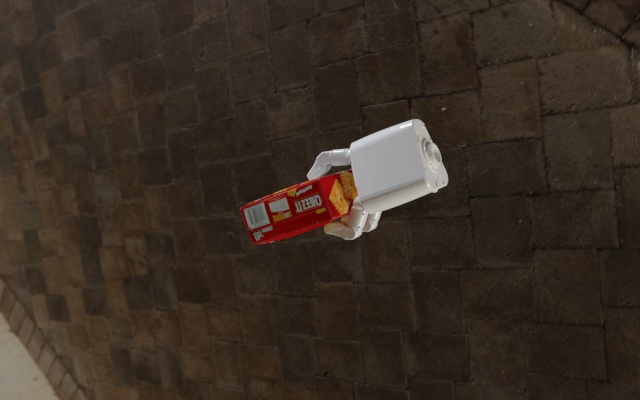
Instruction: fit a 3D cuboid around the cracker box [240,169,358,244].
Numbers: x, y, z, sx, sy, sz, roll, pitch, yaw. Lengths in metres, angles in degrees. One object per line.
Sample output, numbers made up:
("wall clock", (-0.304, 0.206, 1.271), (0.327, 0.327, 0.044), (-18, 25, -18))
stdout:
("cracker box", (0.000, 0.002, 0.798), (0.164, 0.072, 0.213), (-19, -1, 33))
